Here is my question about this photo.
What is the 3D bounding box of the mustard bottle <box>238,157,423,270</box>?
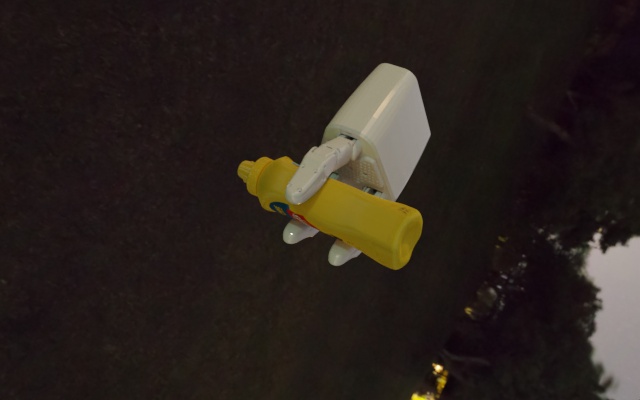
[{"bbox_3d":[0.000,0.002,0.465,0.191,0.058,0.096,24,-3,21],"label":"mustard bottle"}]
